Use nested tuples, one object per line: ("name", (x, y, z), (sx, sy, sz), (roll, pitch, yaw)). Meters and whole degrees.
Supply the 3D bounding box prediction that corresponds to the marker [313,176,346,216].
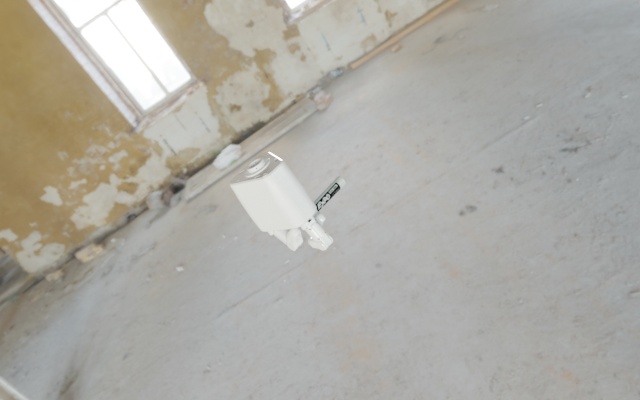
("marker", (0.000, 0.003, 0.834), (0.121, 0.020, 0.020), (-46, 23, -25))
